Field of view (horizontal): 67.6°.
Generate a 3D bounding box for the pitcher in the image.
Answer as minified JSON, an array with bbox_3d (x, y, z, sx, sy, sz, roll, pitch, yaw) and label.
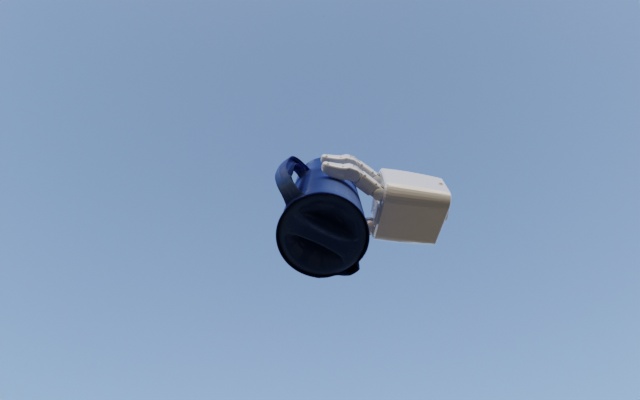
[{"bbox_3d":[0.000,0.003,0.775,0.145,0.149,0.242,8,21,-2],"label":"pitcher"}]
